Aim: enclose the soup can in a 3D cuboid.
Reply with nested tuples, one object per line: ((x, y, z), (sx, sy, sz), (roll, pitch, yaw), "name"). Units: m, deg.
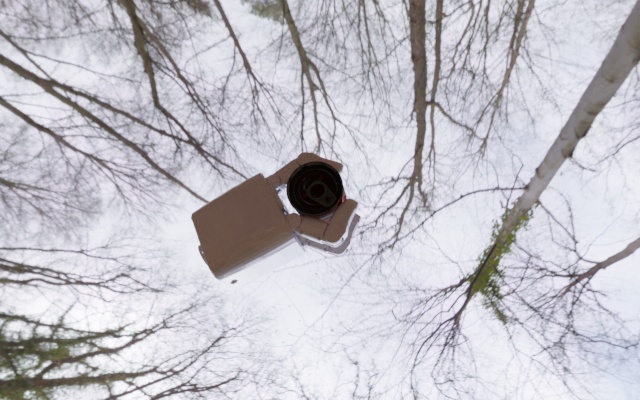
((0.001, 0.002, 0.606), (0.068, 0.068, 0.102), (0, -19, 9), "soup can")
